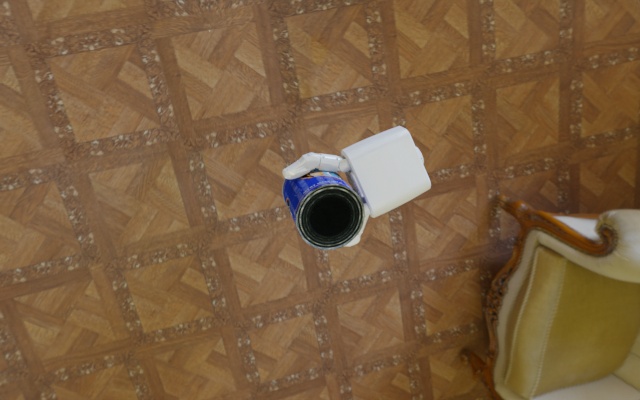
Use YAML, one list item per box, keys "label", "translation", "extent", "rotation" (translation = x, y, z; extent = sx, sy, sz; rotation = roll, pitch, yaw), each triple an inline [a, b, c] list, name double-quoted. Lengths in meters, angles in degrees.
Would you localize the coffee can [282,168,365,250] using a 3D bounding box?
- label: "coffee can"
  translation: [0.000, 0.002, 0.749]
  extent: [0.103, 0.103, 0.140]
  rotation: [0, 19, -13]
